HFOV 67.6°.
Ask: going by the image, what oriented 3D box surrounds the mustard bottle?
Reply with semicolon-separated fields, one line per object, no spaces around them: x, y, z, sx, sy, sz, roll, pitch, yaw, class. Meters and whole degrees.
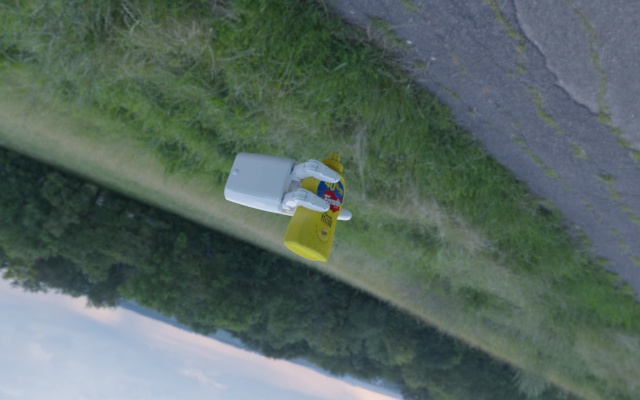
0.000;0.003;0.832;0.058;0.191;0.096;1;-24;38;mustard bottle
